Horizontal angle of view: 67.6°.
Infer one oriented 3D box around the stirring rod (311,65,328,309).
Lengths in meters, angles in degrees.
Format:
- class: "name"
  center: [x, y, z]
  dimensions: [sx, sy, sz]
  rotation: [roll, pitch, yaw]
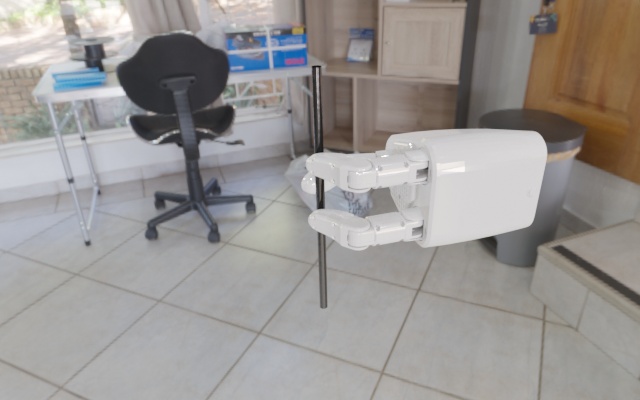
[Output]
- class: "stirring rod"
  center: [0.000, 0.001, 0.430]
  dimensions: [0.011, 0.240, 0.011]
  rotation: [-1, 28, 1]
